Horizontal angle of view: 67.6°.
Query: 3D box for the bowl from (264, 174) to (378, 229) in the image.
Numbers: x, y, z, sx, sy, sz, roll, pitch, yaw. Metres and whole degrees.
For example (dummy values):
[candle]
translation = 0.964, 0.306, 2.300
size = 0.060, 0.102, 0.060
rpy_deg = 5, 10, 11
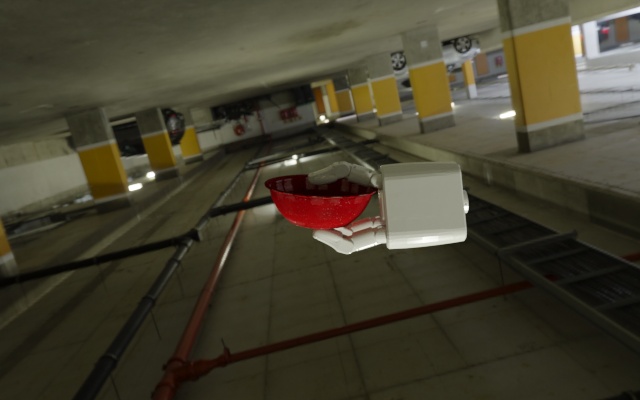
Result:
[bowl]
translation = -0.001, 0.003, 0.682
size = 0.162, 0.055, 0.162
rpy_deg = 3, 13, -1
